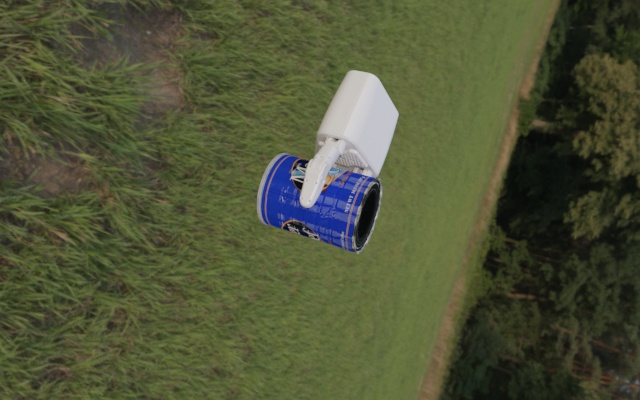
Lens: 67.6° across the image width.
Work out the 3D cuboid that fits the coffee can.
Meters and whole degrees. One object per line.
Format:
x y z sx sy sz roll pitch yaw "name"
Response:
0.000 0.002 0.642 0.140 0.103 0.103 16 5 19 "coffee can"
